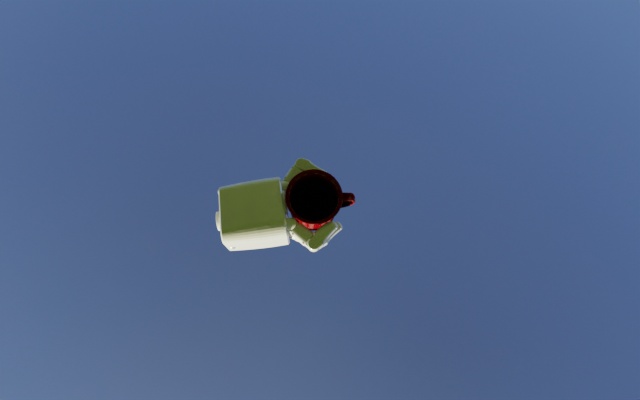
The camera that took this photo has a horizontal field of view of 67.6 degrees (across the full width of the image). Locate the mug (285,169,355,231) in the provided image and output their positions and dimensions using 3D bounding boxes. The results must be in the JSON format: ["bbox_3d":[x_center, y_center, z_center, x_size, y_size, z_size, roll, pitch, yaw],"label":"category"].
[{"bbox_3d":[0.002,0.002,0.805,0.117,0.093,0.081,-7,-15,-4],"label":"mug"}]
